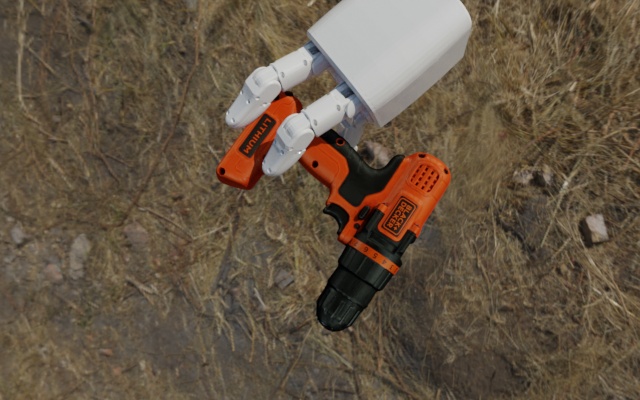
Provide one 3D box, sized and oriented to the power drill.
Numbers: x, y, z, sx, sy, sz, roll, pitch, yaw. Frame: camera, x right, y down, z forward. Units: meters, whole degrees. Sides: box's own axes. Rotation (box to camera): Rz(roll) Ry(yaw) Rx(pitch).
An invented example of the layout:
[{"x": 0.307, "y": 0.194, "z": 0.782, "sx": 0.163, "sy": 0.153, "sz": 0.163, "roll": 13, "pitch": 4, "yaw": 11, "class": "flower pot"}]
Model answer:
[{"x": 0.000, "y": 0.001, "z": 0.445, "sx": 0.187, "sy": 0.184, "sz": 0.057, "roll": 34, "pitch": -6, "yaw": 5, "class": "power drill"}]
